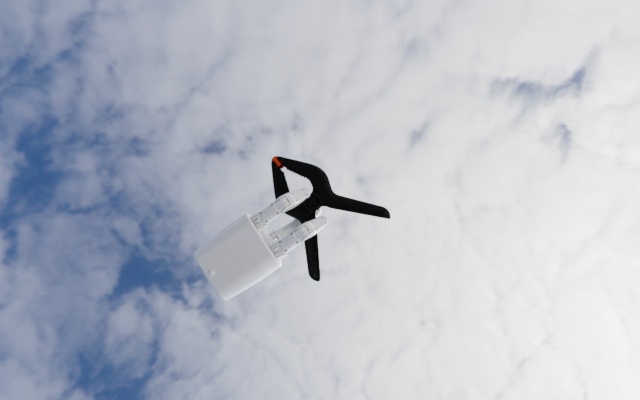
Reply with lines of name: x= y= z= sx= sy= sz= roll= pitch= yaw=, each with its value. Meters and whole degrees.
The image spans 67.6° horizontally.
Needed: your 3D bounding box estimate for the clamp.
clamp: x=0.000 y=0.002 z=0.785 sx=0.164 sy=0.210 sz=0.036 roll=-35 pitch=-9 yaw=0
